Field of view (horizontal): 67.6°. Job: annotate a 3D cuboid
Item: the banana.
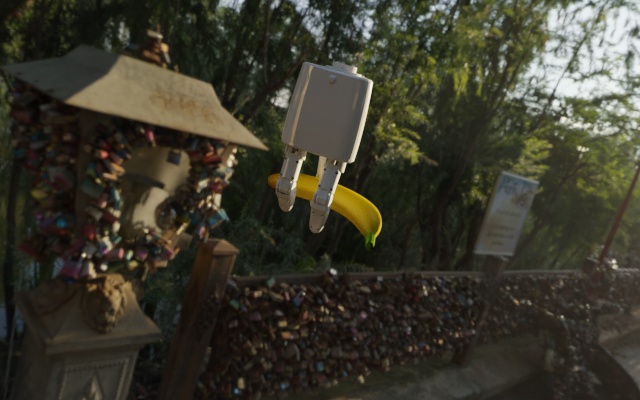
[{"bbox_3d":[0.015,0.000,0.666,0.197,0.037,0.069,30,29,32],"label":"banana"}]
